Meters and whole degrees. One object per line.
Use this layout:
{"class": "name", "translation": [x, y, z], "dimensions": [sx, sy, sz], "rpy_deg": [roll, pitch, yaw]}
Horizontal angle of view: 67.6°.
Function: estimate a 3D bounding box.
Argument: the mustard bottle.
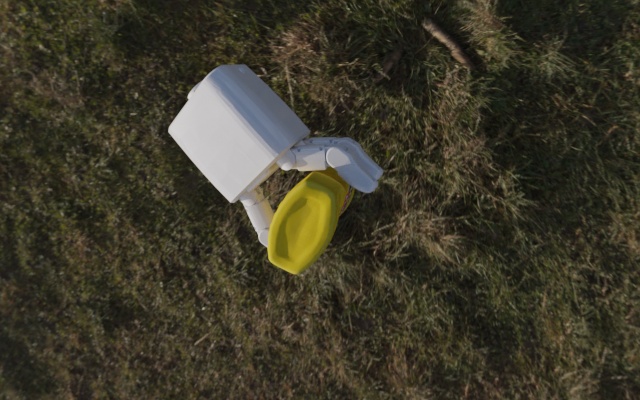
{"class": "mustard bottle", "translation": [0.000, 0.002, 0.527], "dimensions": [0.058, 0.096, 0.191], "rpy_deg": [25, 19, 4]}
